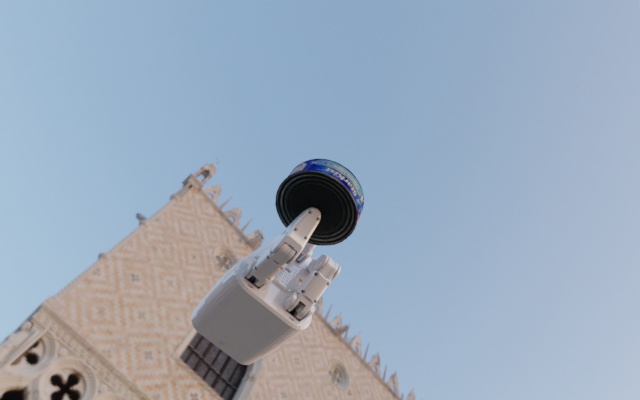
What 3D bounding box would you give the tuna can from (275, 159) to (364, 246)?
[{"bbox_3d":[0.000,0.001,0.484,0.086,0.086,0.033,0,30,21],"label":"tuna can"}]
